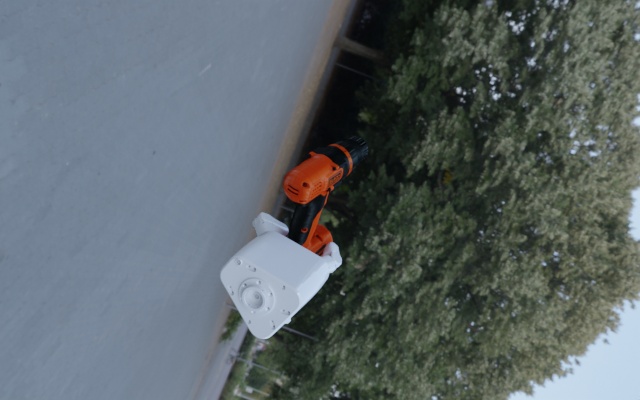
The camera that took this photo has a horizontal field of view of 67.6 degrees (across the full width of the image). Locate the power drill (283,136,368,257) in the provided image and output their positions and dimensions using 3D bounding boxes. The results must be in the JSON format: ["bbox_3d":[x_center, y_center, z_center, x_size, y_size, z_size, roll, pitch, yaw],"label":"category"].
[{"bbox_3d":[0.000,0.003,0.722,0.057,0.188,0.184,30,38,23],"label":"power drill"}]
